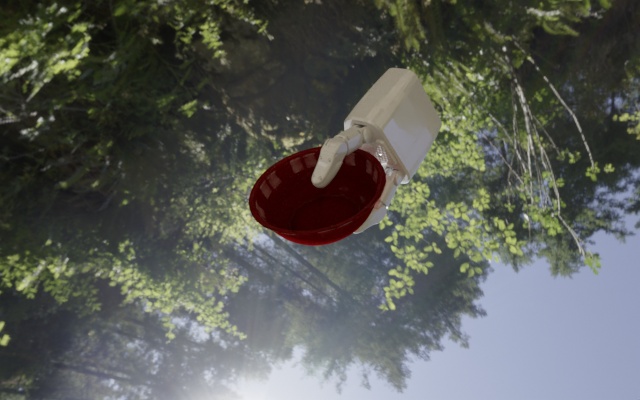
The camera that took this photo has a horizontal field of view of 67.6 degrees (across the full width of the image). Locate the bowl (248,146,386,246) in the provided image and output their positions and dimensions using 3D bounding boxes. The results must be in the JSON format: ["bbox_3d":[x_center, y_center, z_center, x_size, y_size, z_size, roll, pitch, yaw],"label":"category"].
[{"bbox_3d":[-0.001,0.003,0.567,0.162,0.055,0.162,-9,39,7],"label":"bowl"}]
